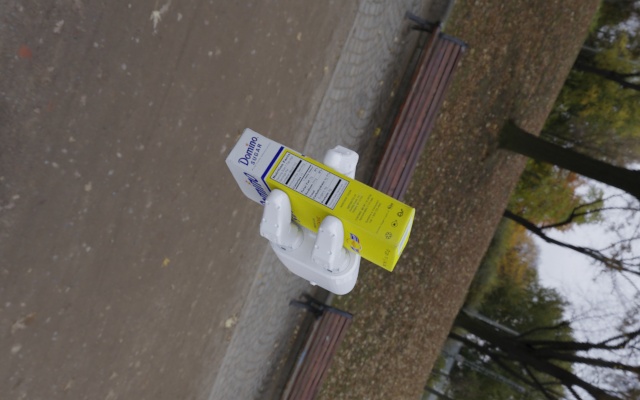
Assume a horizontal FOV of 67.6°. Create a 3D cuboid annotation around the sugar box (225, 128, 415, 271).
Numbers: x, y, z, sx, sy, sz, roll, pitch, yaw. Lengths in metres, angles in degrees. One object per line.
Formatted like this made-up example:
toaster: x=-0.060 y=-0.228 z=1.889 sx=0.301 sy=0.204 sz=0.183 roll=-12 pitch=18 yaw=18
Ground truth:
sugar box: x=0.000 y=0.002 z=0.459 sx=0.176 sy=0.048 sz=0.093 roll=24 pitch=-18 yaw=14
